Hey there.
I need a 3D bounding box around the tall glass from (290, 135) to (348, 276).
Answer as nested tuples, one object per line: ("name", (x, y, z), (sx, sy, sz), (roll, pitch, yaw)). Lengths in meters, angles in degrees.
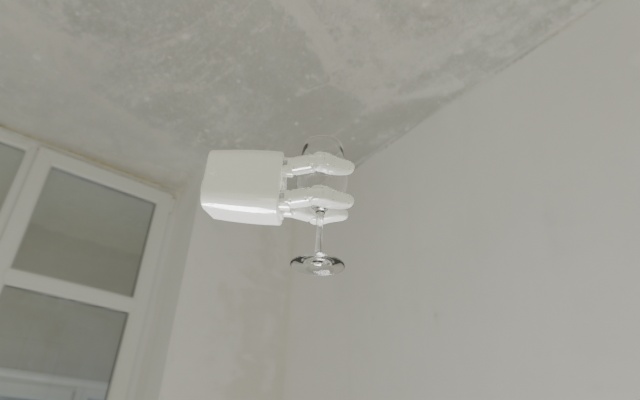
("tall glass", (0.000, 0.003, 0.694), (0.079, 0.201, 0.079), (2, -30, 1))
